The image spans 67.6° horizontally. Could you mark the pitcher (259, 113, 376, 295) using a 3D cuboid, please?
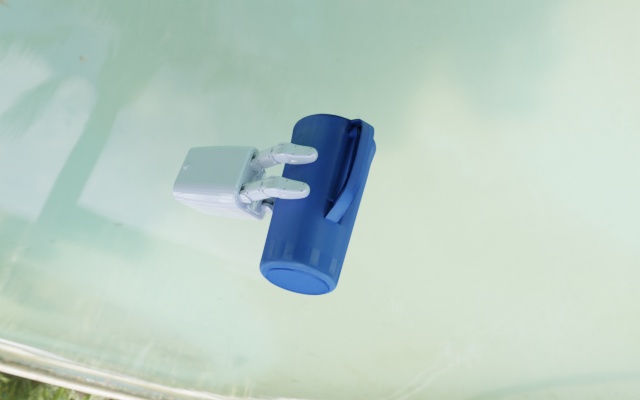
[{"bbox_3d":[0.000,0.002,0.679,0.145,0.242,0.149,5,-29,18],"label":"pitcher"}]
